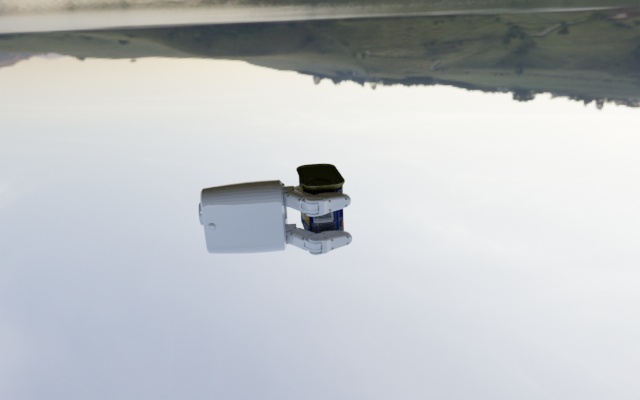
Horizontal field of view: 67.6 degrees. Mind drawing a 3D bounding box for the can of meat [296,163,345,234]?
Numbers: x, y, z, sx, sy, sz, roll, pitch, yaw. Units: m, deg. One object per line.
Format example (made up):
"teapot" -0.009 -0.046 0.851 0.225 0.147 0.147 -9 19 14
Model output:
"can of meat" 0.000 0.002 0.667 0.057 0.084 0.102 -5 21 -8
